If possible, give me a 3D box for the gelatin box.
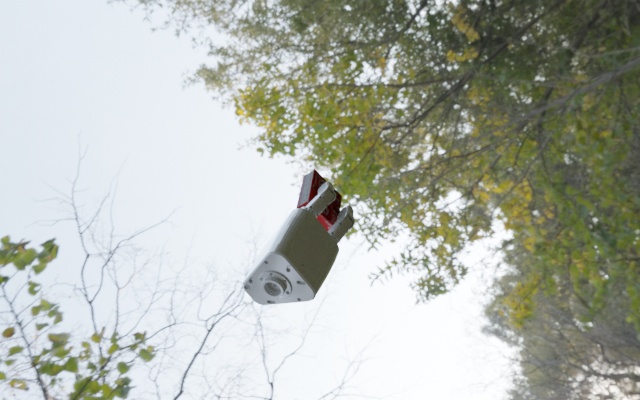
[{"bbox_3d":[0.000,0.003,0.784,0.030,0.089,0.073,-31,-61,29],"label":"gelatin box"}]
